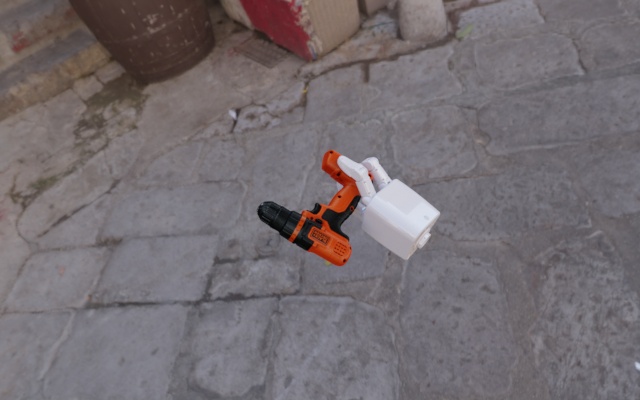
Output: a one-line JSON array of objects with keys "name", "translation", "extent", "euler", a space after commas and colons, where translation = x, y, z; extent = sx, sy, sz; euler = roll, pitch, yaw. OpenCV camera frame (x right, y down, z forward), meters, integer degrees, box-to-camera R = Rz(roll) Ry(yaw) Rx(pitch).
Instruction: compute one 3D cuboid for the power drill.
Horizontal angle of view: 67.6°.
[{"name": "power drill", "translation": [0.001, 0.003, 0.871], "extent": [0.184, 0.187, 0.057], "euler": [31, -22, -6]}]
